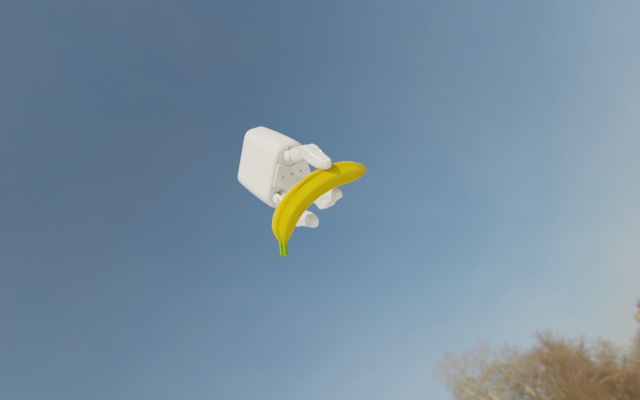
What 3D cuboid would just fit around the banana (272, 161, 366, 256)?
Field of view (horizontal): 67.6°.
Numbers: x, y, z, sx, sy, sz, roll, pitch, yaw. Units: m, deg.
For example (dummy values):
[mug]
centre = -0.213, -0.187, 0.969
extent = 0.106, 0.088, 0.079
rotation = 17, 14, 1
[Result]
[banana]
centre = -0.009, -0.008, 0.726
extent = 0.197, 0.070, 0.037
rotation = -45, 42, -17
